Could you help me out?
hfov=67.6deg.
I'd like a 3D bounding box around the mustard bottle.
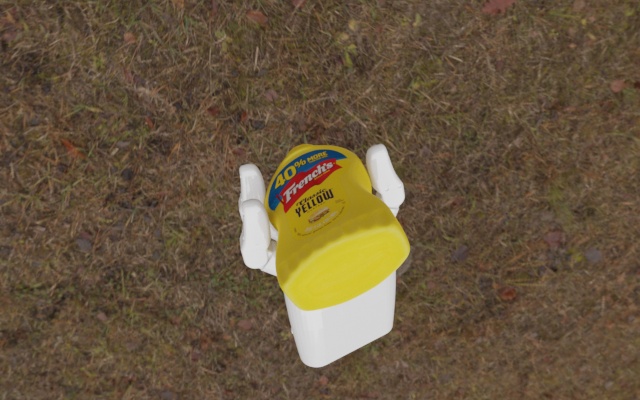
[{"bbox_3d":[0.000,0.001,0.411,0.096,0.058,0.191,-31,33,6],"label":"mustard bottle"}]
